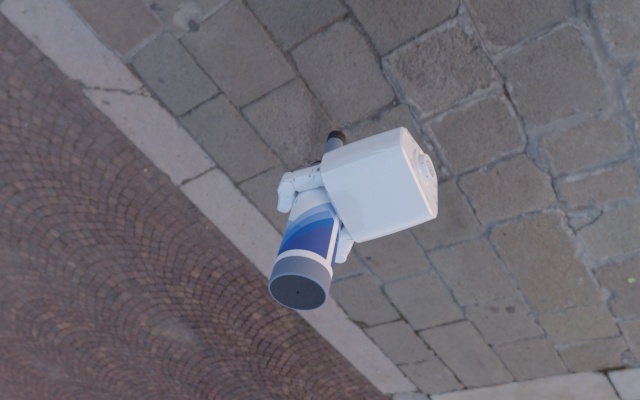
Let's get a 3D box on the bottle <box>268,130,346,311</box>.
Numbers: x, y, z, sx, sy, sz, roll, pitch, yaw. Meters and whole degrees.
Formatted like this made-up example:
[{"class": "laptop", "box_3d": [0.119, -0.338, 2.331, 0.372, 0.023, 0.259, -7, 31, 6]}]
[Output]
[{"class": "bottle", "box_3d": [0.000, 0.002, 0.624, 0.069, 0.069, 0.295, 0, 42, 13]}]
